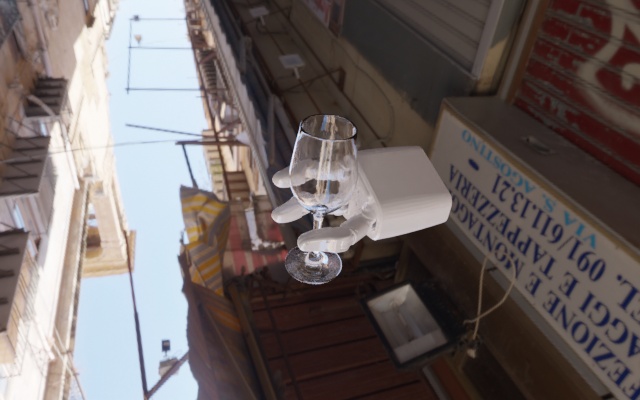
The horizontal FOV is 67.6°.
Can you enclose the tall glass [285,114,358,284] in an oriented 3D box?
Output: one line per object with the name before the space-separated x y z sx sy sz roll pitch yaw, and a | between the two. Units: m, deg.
tall glass | 0.000 0.002 0.564 0.079 0.201 0.079 4 36 -3
